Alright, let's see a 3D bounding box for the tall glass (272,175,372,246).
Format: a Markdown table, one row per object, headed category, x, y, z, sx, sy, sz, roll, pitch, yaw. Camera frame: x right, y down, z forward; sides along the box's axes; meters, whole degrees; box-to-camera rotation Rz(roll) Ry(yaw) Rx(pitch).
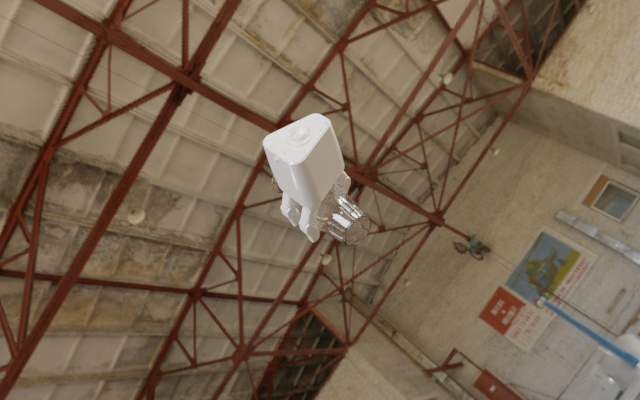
| category | x | y | z | sx | sy | sz | roll | pitch | yaw |
| --- | --- | --- | --- | --- | --- | --- | --- | --- | --- |
| tall glass | 0.000 | 0.003 | 0.863 | 0.079 | 0.079 | 0.201 | 0 | 30 | -48 |
